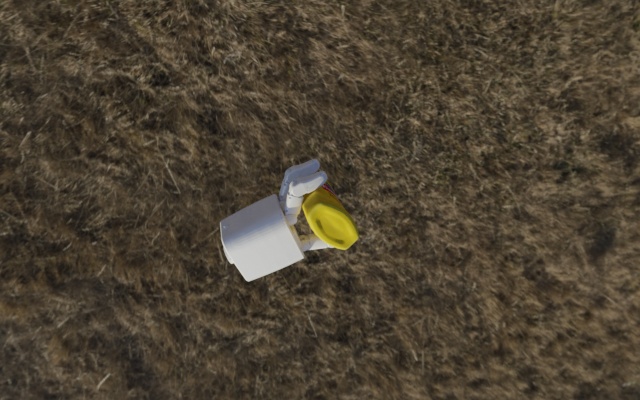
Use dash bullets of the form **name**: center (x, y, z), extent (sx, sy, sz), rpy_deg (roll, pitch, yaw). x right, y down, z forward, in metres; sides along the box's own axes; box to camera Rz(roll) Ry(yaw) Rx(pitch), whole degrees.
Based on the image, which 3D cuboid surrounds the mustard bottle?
- **mustard bottle**: center (0.000, 0.003, 0.801), extent (0.096, 0.058, 0.191), rpy_deg (40, 9, -26)
